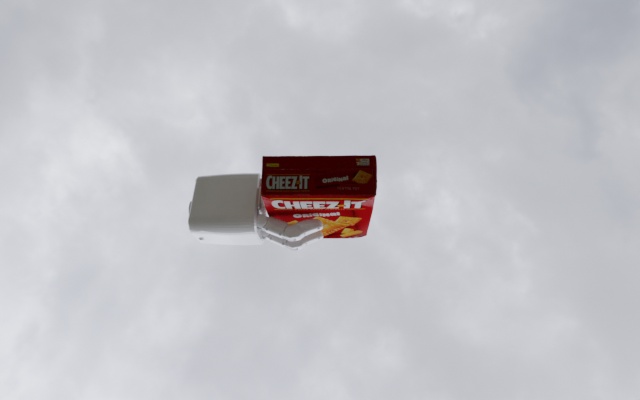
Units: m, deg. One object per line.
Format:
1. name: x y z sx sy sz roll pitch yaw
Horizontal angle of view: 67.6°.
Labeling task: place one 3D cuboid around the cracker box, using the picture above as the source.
1. cracker box: 0.000 0.002 0.764 0.164 0.072 0.214 -1 -20 1
